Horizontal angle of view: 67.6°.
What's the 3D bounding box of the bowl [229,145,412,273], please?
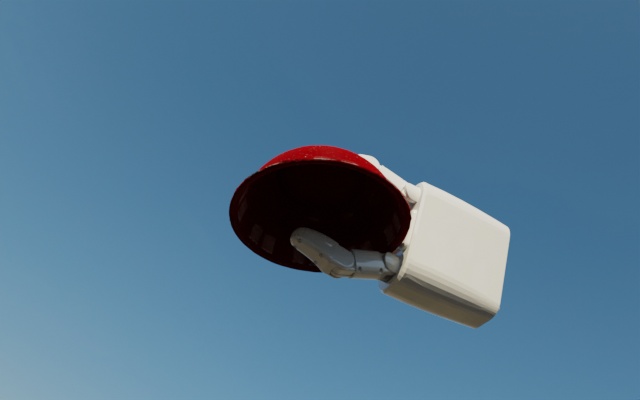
[{"bbox_3d":[-0.001,0.001,0.441,0.162,0.055,0.162,2,-40,1],"label":"bowl"}]
